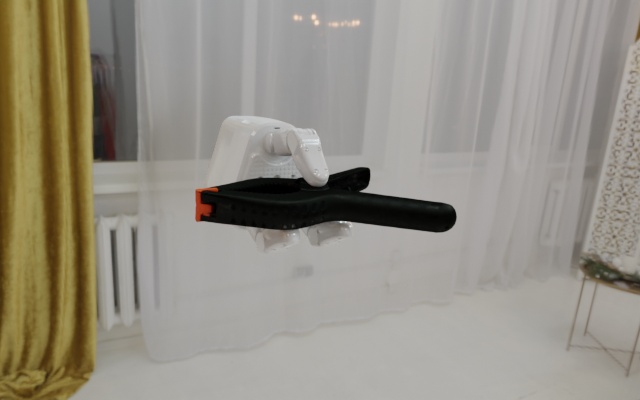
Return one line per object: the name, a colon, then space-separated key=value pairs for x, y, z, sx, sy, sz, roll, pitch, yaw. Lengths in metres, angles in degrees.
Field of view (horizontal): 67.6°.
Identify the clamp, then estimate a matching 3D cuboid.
clamp: x=0.000 y=0.001 z=0.420 sx=0.210 sy=0.036 sz=0.164 roll=-5 pitch=17 yaw=-29
